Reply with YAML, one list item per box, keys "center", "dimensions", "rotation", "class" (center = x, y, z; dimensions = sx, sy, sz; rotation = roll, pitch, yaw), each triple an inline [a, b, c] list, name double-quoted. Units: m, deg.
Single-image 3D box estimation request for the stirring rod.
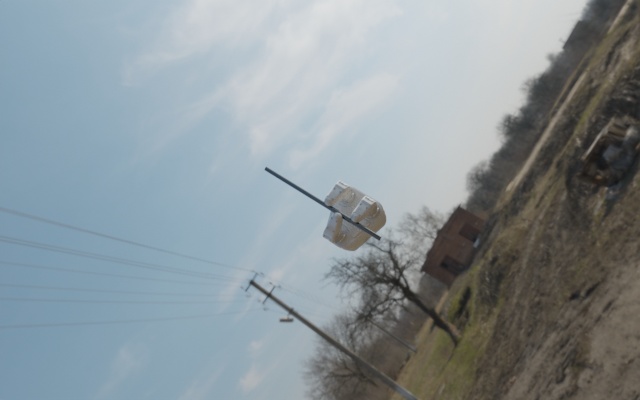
- center: [0.000, 0.003, 0.820]
  dimensions: [0.239, 0.011, 0.011]
  rotation: [32, 10, 17]
  class: "stirring rod"
